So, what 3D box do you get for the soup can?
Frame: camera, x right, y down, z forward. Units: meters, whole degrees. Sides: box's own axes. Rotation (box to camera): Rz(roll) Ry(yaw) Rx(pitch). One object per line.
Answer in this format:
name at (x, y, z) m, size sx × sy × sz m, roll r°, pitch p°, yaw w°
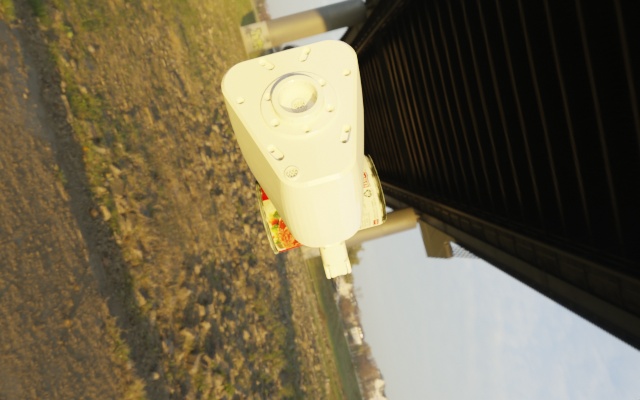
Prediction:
soup can at (0.000, 0.002, 0.426) m, size 0.102 × 0.068 × 0.068 m, roll -15°, pitch 0°, yaw -2°
